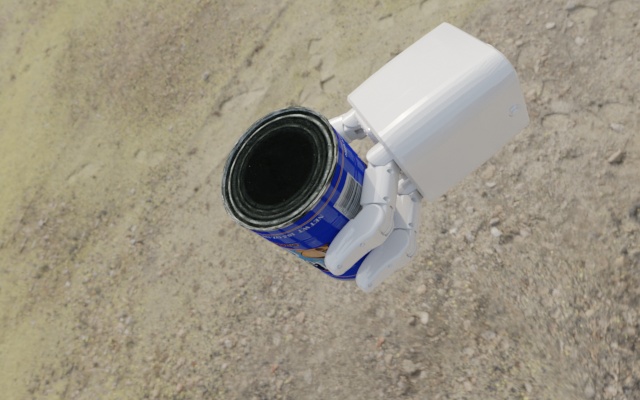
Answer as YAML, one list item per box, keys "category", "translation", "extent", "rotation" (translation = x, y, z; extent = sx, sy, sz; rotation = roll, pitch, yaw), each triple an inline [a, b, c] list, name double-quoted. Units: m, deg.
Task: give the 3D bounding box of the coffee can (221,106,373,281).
- category: "coffee can"
  translation: [0.000, 0.001, 0.406]
  extent: [0.103, 0.102, 0.140]
  rotation: [0, -23, 31]
